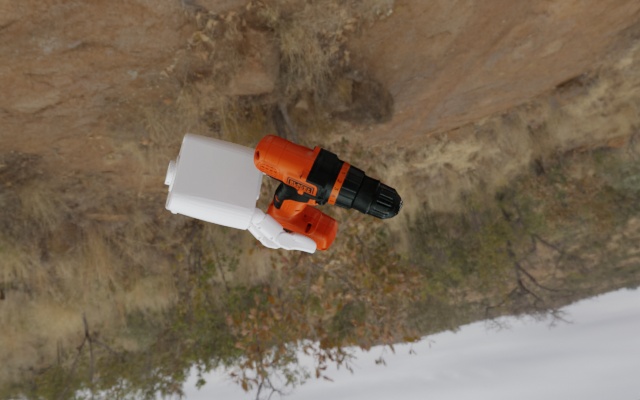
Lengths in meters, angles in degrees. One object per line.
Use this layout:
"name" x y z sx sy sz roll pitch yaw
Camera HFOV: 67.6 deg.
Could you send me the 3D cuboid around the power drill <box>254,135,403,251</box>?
"power drill" 0.000 0.002 0.625 0.184 0.057 0.188 25 -28 3
